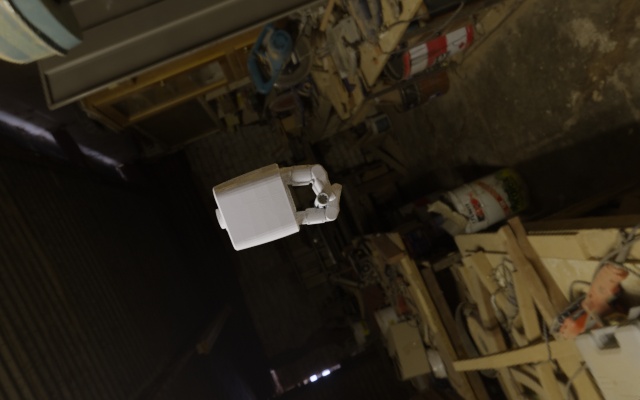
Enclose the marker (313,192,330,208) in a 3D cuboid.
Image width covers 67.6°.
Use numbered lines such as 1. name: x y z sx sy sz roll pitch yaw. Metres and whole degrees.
1. marker: 0.000 0.002 0.742 0.020 0.020 0.121 0 -5 -3
